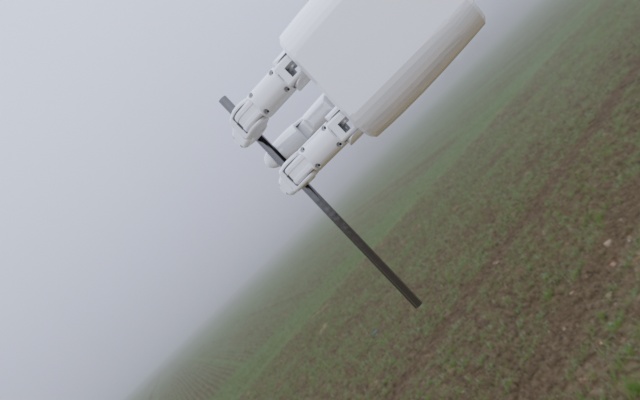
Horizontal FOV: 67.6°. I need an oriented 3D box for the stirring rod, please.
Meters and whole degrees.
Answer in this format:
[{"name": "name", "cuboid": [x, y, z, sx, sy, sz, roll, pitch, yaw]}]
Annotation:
[{"name": "stirring rod", "cuboid": [0.000, 0.001, 0.403, 0.011, 0.239, 0.011, -44, 0, 0]}]
